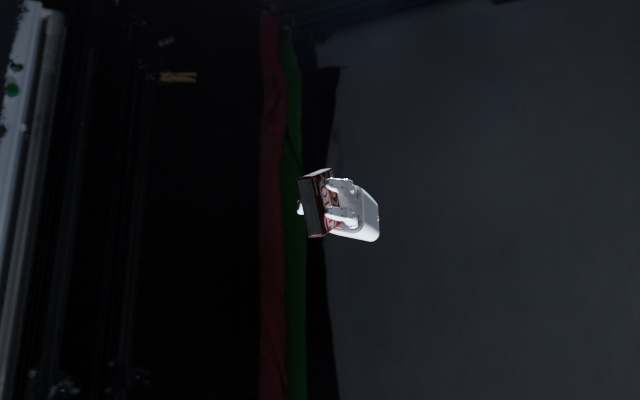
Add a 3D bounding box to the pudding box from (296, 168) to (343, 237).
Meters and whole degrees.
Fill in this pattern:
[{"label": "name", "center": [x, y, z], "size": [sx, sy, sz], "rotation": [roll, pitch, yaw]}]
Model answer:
[{"label": "pudding box", "center": [0.000, 0.003, 0.890], "size": [0.039, 0.113, 0.090], "rotation": [-10, 9, 27]}]
